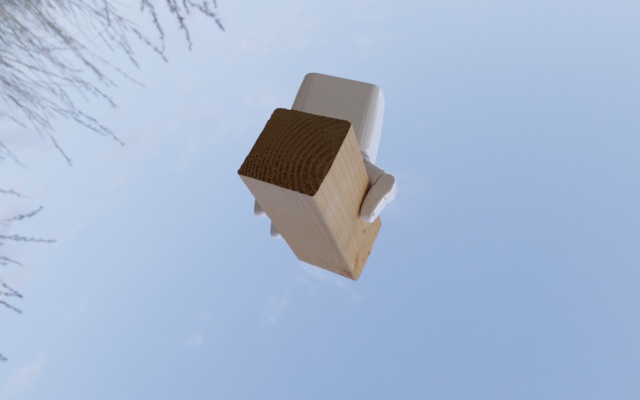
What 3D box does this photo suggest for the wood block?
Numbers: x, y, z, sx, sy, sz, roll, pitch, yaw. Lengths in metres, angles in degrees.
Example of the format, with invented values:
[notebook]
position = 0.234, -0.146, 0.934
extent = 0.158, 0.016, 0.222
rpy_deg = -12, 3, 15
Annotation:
[wood block]
position = 0.001, 0.002, 0.543
extent = 0.091, 0.090, 0.206
rpy_deg = 16, -25, 25
